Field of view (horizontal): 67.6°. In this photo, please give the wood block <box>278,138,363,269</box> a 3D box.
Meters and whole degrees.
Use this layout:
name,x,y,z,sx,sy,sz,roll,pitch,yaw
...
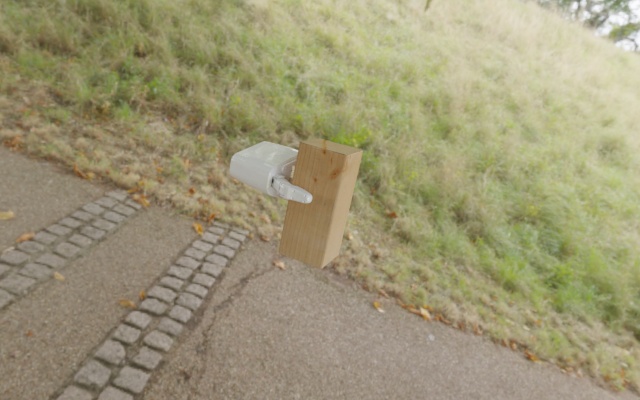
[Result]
name,x,y,z,sx,sy,sz,roll,pitch,yaw
wood block,0.000,0.003,0.853,0.090,0.206,0.091,18,17,20
